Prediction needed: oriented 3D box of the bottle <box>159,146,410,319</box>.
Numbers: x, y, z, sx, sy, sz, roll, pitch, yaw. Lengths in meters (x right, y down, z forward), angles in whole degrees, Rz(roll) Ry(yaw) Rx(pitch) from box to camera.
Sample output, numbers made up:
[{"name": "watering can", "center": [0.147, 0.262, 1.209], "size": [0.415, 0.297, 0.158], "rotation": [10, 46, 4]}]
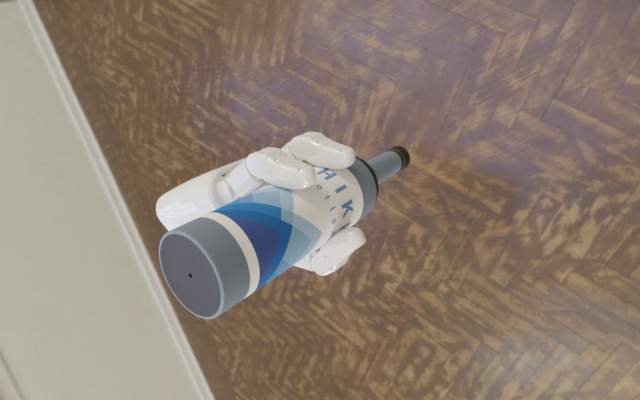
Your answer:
[{"name": "bottle", "center": [0.000, 0.001, 0.427], "size": [0.069, 0.069, 0.295], "rotation": [0, 20, 40]}]
